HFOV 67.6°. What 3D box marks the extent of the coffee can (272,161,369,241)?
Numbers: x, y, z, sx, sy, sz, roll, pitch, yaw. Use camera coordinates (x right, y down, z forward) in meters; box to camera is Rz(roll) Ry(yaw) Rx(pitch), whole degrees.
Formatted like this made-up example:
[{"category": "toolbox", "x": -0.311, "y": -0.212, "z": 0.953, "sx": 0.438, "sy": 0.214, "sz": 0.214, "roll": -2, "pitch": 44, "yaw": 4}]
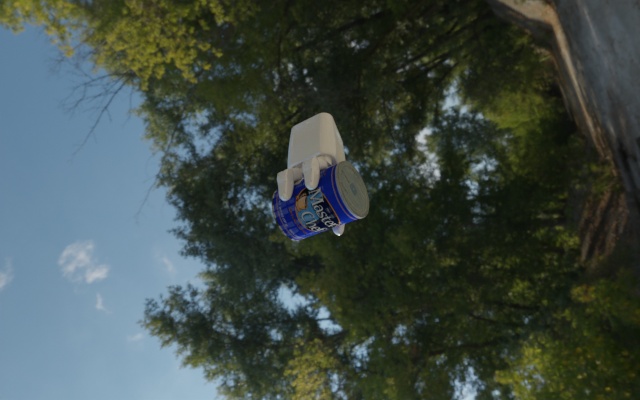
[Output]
[{"category": "coffee can", "x": 0.000, "y": 0.003, "z": 0.840, "sx": 0.140, "sy": 0.103, "sz": 0.103, "roll": -22, "pitch": -10, "yaw": 27}]
